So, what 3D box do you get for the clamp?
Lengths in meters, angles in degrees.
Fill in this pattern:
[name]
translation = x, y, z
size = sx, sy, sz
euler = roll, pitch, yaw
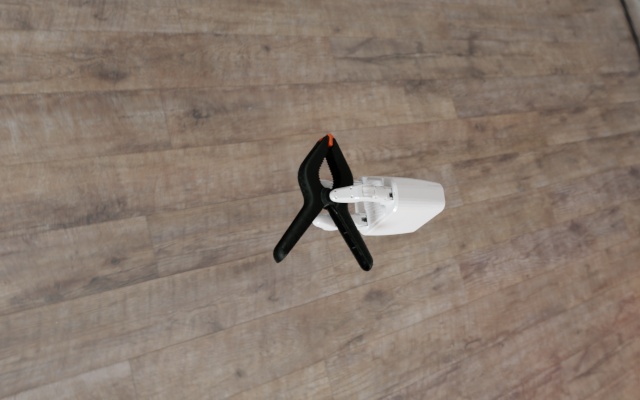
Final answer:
[clamp]
translation = 0.001, 0.002, 0.703
size = 0.164, 0.210, 0.036
euler = 2, -14, -33
